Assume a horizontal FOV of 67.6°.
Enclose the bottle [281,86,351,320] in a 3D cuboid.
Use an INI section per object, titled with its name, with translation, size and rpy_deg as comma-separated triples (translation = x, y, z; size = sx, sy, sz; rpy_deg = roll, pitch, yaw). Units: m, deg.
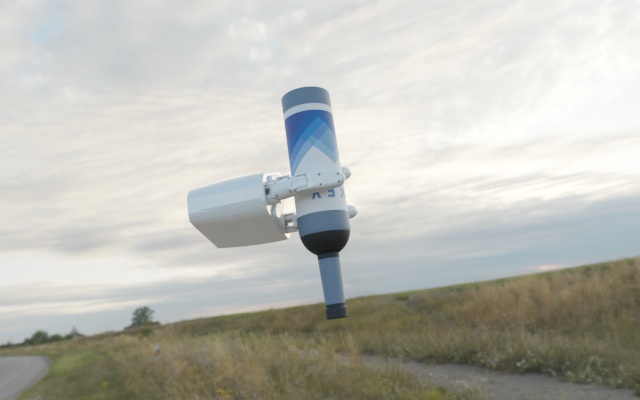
[bottle]
translation = 0.000, 0.002, 0.615
size = 0.069, 0.295, 0.069
rpy_deg = -8, -13, -2
